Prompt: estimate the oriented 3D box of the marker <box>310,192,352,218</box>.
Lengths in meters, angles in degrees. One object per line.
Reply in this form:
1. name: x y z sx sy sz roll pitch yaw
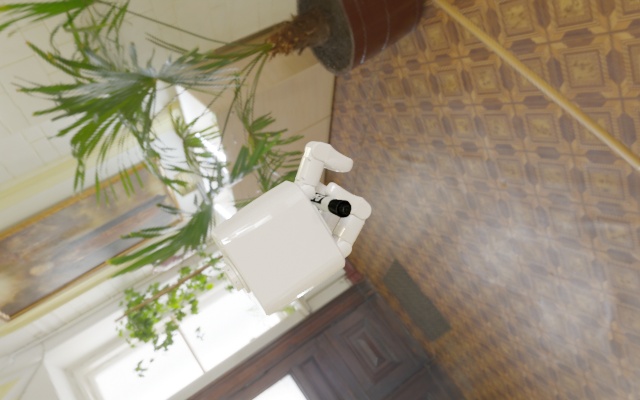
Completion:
1. marker: 0.000 0.002 0.533 0.020 0.020 0.121 0 8 -26
